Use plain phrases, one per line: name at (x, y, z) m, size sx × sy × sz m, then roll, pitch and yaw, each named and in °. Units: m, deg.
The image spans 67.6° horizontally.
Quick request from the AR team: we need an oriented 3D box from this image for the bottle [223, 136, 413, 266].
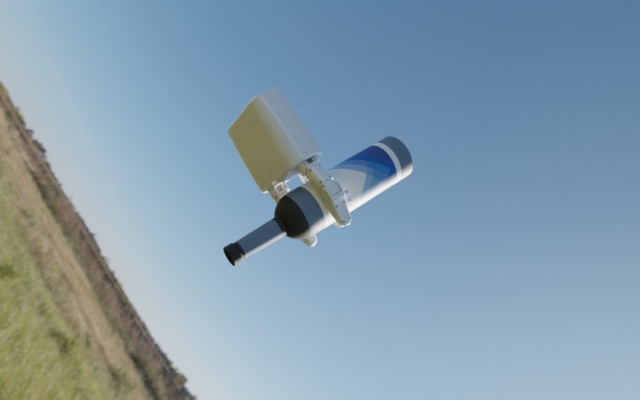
bottle at (0.000, 0.002, 0.657) m, size 0.295 × 0.069 × 0.069 m, roll -31°, pitch 14°, yaw -25°
